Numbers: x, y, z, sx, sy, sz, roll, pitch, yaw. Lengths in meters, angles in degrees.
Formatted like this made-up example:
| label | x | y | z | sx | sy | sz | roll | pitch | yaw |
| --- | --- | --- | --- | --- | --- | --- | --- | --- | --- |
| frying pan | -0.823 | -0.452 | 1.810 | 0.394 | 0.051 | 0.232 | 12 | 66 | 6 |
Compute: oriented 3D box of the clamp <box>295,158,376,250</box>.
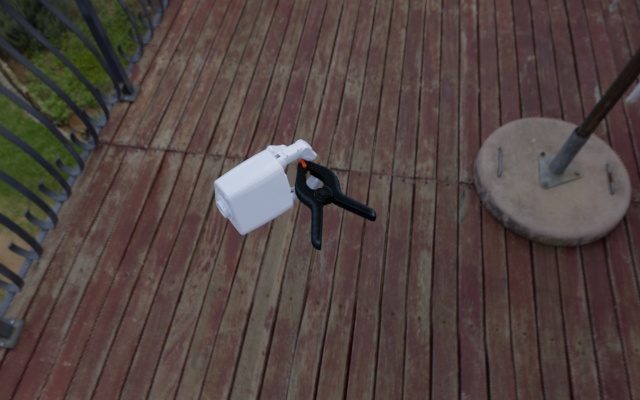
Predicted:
| label | x | y | z | sx | sy | sz | roll | pitch | yaw |
| --- | --- | --- | --- | --- | --- | --- | --- | --- | --- |
| clamp | 0.000 | 0.002 | 0.824 | 0.120 | 0.171 | 0.039 | -33 | -27 | -20 |
